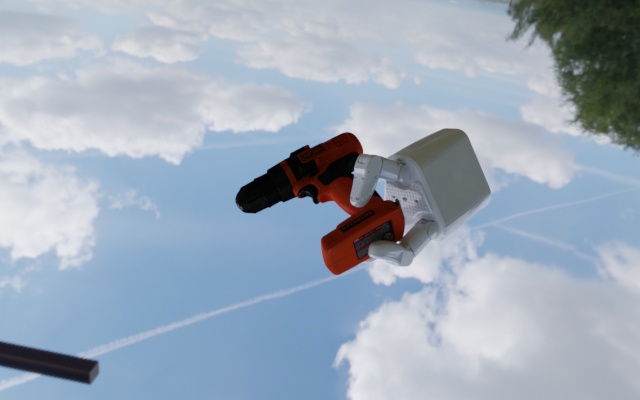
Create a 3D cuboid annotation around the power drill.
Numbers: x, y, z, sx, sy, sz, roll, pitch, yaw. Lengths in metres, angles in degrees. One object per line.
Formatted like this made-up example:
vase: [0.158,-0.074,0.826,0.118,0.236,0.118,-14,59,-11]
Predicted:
power drill: [0.001,0.002,0.588,0.184,0.057,0.187,-29,46,-7]
